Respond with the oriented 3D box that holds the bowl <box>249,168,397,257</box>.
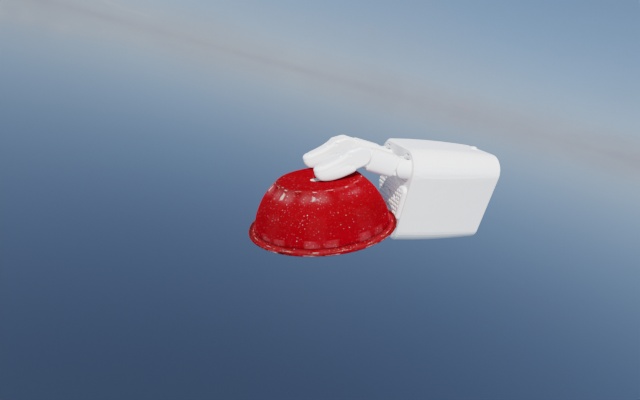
[{"bbox_3d":[-0.001,0.002,0.512,0.162,0.055,0.162,-5,19,2],"label":"bowl"}]
